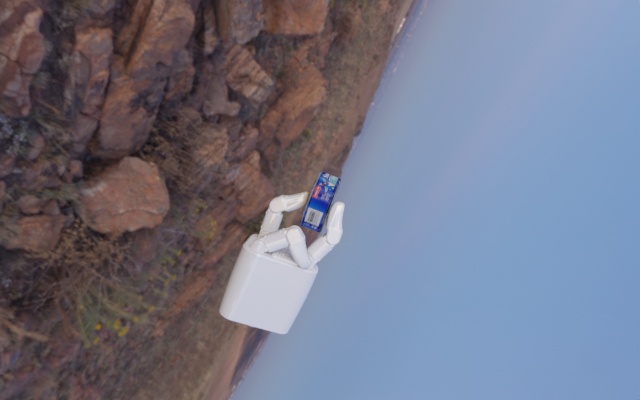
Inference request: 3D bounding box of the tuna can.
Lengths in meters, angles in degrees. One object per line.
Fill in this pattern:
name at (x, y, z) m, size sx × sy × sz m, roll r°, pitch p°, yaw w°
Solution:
tuna can at (0.001, 0.002, 0.694) m, size 0.034 × 0.086 × 0.086 m, roll 21°, pitch 1°, yaw 2°
